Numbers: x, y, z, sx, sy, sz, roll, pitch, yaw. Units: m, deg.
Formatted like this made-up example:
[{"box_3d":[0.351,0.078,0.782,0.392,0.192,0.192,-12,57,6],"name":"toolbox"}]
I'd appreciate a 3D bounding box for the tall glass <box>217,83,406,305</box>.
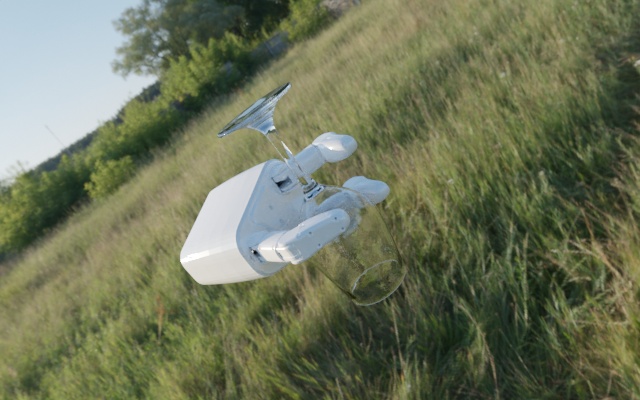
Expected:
[{"box_3d":[0.000,0.001,0.423,0.079,0.201,0.079,-32,19,13],"name":"tall glass"}]
